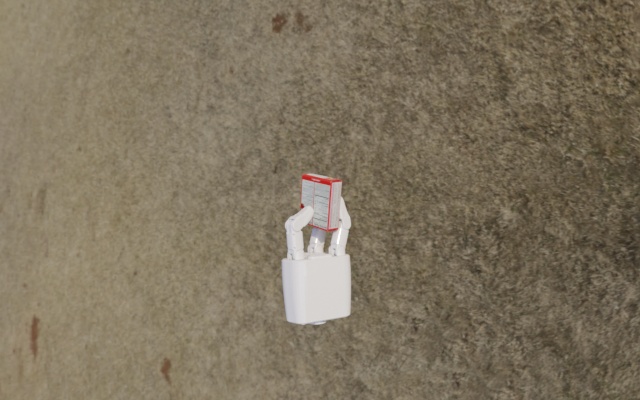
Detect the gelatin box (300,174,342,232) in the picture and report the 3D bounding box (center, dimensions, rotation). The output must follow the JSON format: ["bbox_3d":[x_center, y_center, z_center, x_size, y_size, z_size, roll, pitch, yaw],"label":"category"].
[{"bbox_3d":[0.000,0.002,0.825,0.030,0.089,0.073,-9,17,-43],"label":"gelatin box"}]
